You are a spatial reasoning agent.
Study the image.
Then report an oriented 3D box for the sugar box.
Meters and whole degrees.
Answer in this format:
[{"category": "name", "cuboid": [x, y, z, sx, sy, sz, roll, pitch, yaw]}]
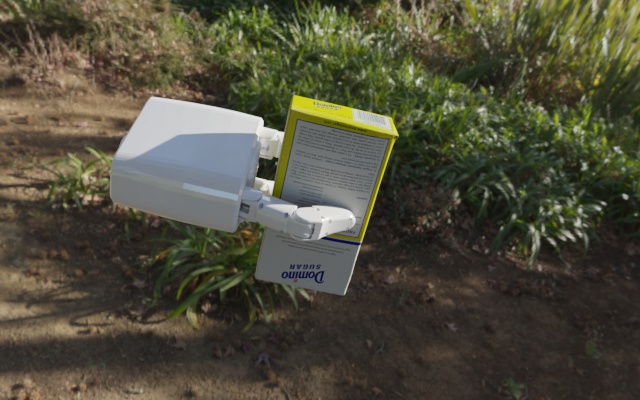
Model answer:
[{"category": "sugar box", "cuboid": [0.000, 0.001, 0.442, 0.093, 0.176, 0.048, 12, 30, -6]}]
